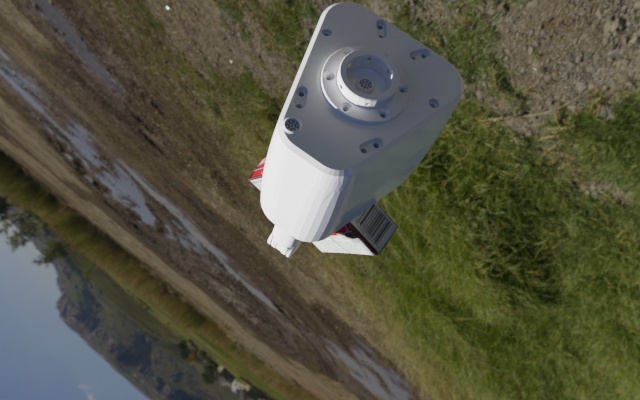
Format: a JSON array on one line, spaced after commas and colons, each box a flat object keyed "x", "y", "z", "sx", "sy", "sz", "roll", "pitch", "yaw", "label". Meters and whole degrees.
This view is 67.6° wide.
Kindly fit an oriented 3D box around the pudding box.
[{"x": 0.000, "y": 0.002, "z": 0.429, "sx": 0.113, "sy": 0.039, "sz": 0.090, "roll": 48, "pitch": -25, "yaw": -21, "label": "pudding box"}]
